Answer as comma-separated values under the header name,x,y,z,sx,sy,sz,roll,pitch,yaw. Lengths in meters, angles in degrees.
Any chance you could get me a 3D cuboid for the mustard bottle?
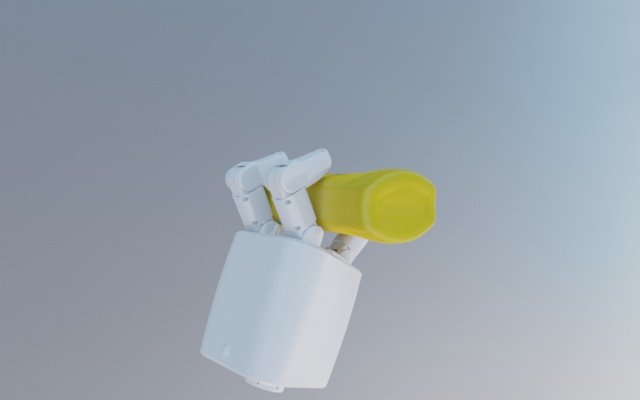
name,x,y,z,sx,sy,sz,roll,pitch,yaw
mustard bottle,0.000,0.001,0.433,0.096,0.058,0.191,-4,5,-44
